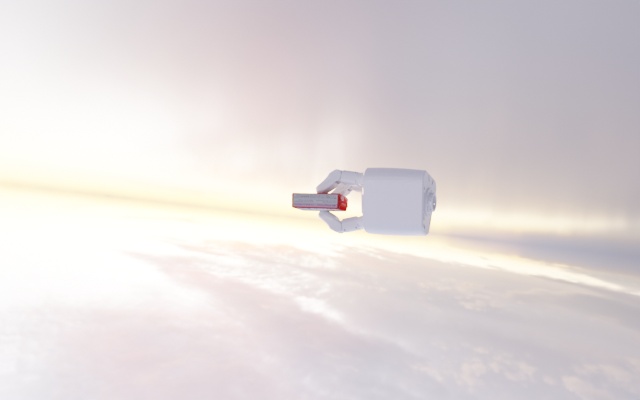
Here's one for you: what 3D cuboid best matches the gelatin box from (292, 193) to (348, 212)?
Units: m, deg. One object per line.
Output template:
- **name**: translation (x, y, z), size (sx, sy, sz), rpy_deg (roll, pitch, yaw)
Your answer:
- **gelatin box**: translation (0.000, 0.003, 0.867), size (0.089, 0.030, 0.073), rpy_deg (1, -5, 14)
